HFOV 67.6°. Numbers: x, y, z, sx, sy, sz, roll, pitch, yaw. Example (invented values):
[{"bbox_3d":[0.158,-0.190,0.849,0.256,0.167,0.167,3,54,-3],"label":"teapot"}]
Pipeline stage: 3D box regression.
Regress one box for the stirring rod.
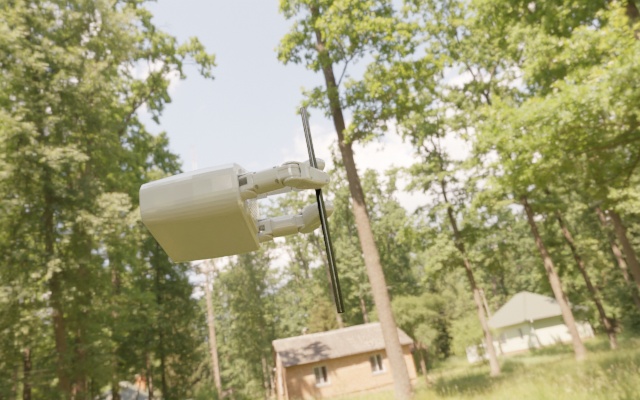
[{"bbox_3d":[0.000,0.002,0.519,0.011,0.239,0.011,-9,-21,-4],"label":"stirring rod"}]
